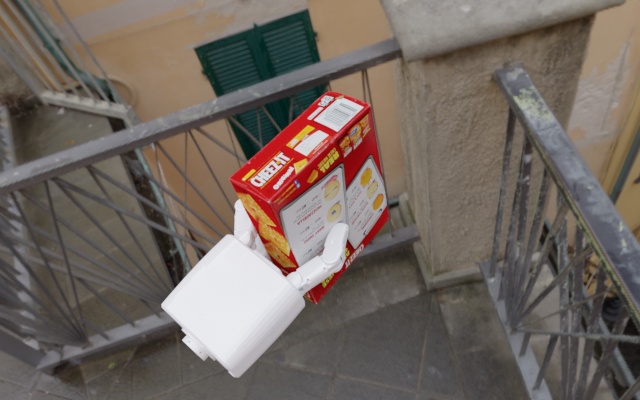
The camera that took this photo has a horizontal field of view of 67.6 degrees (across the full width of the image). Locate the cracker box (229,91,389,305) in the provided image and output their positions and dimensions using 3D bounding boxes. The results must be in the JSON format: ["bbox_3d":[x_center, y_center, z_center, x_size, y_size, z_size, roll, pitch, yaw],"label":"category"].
[{"bbox_3d":[0.000,0.002,0.580,0.072,0.164,0.214,29,-26,32],"label":"cracker box"}]
